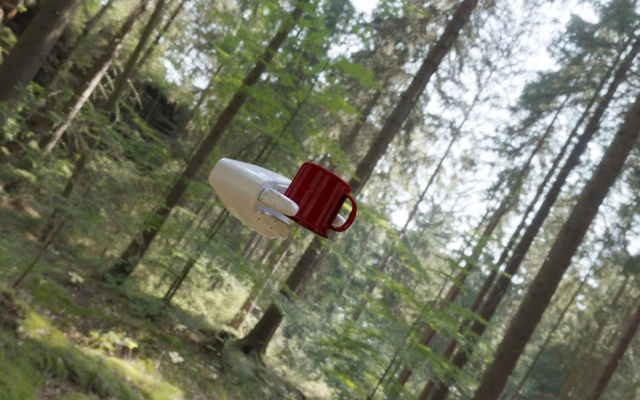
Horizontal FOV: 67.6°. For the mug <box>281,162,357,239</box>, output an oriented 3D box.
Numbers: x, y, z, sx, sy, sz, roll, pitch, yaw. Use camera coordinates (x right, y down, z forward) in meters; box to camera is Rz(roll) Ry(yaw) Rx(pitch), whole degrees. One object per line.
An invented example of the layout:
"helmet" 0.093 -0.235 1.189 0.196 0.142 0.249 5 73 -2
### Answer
"mug" 0.001 0.003 0.684 0.117 0.081 0.093 26 -8 31
